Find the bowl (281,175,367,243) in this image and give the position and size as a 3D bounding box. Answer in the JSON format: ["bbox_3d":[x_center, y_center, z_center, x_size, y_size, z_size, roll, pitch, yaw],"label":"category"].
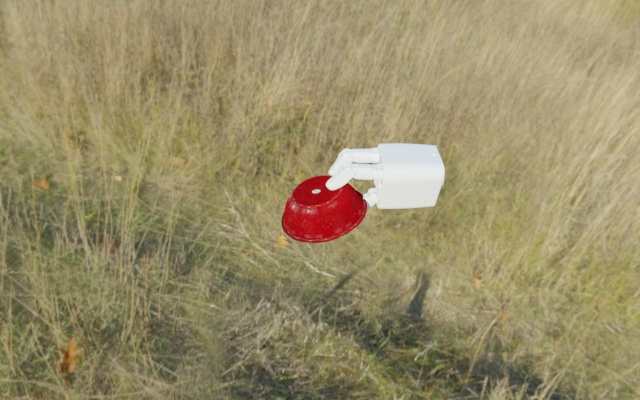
[{"bbox_3d":[-0.001,0.003,0.857,0.162,0.055,0.162,-11,36,8],"label":"bowl"}]
